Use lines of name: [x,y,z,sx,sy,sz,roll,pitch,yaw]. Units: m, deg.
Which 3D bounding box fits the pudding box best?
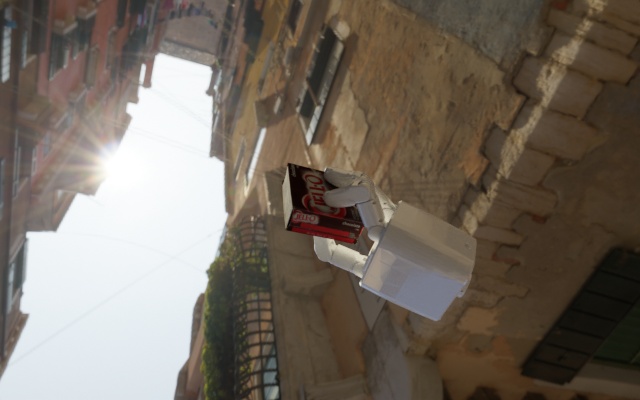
pudding box: [0.000,0.002,0.594,0.090,0.039,0.113,13,27,-16]
